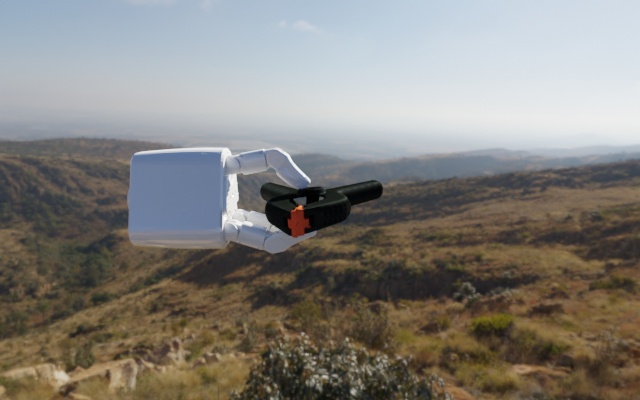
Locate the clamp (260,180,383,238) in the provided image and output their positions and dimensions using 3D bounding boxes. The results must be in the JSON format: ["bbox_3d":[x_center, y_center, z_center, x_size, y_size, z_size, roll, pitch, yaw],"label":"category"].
[{"bbox_3d":[0.000,0.001,0.559,0.164,0.036,0.210,-3,10,1],"label":"clamp"}]
